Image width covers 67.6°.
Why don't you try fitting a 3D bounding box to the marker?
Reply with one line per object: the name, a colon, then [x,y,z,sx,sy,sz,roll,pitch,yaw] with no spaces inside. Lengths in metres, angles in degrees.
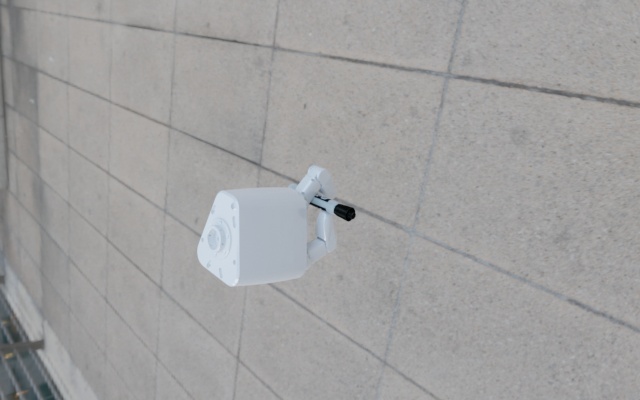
marker: [0.000,0.002,0.634,0.020,0.020,0.121,0,17,-45]
